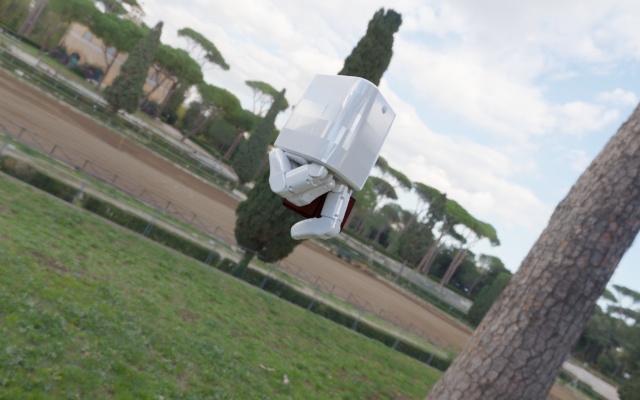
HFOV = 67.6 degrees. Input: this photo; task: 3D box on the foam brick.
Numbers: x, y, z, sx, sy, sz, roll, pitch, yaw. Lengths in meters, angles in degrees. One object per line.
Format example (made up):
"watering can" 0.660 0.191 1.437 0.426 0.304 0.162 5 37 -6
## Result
"foam brick" 0.000 0.002 0.612 0.053 0.051 0.078 22 -6 32
